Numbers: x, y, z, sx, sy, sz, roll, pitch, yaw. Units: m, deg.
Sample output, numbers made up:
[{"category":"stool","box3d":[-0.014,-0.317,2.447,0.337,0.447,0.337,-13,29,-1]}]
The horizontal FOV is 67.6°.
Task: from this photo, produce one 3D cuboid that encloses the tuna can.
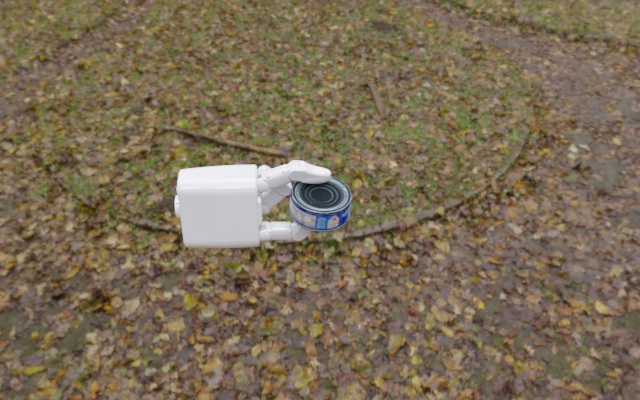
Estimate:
[{"category":"tuna can","box3d":[0.000,0.002,0.658,0.086,0.034,0.086,4,40,-4]}]
